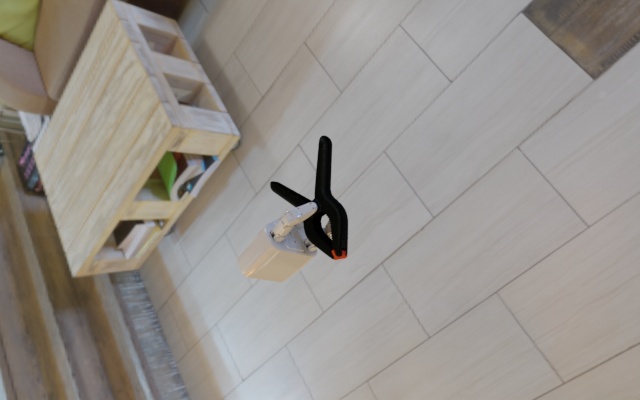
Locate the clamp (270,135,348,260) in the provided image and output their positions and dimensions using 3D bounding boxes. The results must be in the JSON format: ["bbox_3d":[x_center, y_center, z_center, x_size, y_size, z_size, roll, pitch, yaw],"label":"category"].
[{"bbox_3d":[0.000,0.003,0.839,0.036,0.210,0.165,-3,-35,-48],"label":"clamp"}]
